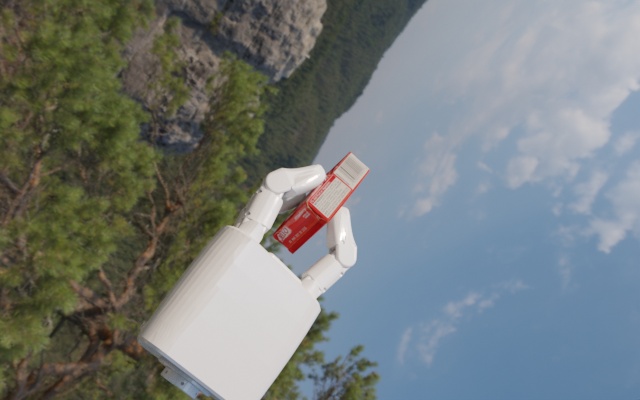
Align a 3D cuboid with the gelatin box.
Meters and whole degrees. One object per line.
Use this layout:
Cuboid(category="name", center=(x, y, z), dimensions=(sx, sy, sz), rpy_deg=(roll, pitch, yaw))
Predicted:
Cuboid(category="gelatin box", center=(0.001, 0.002, 0.462), dimensions=(0.089, 0.030, 0.073), rpy_deg=(-49, 4, -40))
